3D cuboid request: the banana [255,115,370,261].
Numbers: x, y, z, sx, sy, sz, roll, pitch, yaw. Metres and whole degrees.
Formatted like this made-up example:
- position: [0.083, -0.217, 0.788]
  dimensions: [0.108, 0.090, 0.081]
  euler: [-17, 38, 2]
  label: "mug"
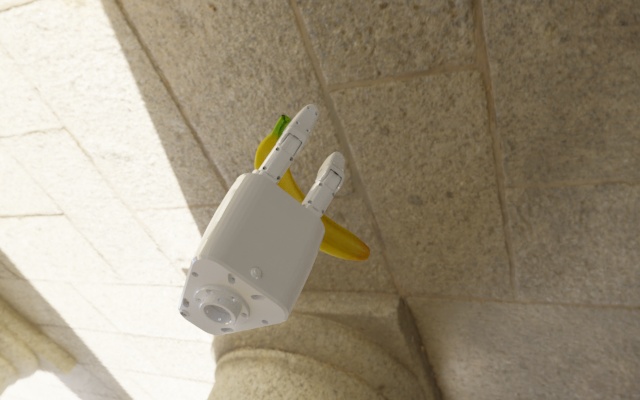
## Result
- position: [-0.017, 0.004, 0.527]
  dimensions: [0.069, 0.198, 0.037]
  euler: [-18, 30, 27]
  label: "banana"
